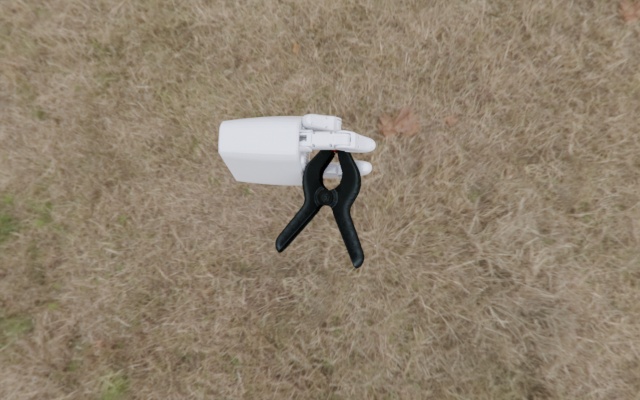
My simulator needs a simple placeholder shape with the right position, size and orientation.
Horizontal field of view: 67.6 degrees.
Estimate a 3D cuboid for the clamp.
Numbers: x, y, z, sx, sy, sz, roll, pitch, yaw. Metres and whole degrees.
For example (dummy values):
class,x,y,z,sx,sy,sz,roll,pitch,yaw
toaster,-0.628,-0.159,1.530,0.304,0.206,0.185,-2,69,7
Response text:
class,x,y,z,sx,sy,sz,roll,pitch,yaw
clamp,0.000,0.002,0.633,0.120,0.171,0.039,2,-5,7
